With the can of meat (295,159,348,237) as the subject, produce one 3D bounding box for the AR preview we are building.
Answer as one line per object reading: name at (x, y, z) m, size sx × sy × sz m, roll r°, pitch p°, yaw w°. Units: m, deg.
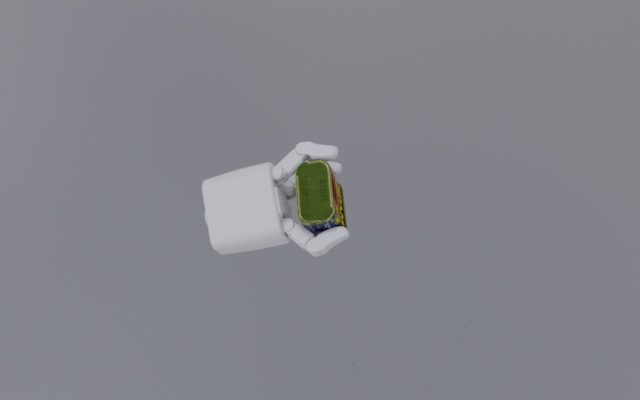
can of meat at (0.000, 0.002, 0.686) m, size 0.057 × 0.102 × 0.084 m, roll -10°, pitch -25°, yaw 10°
